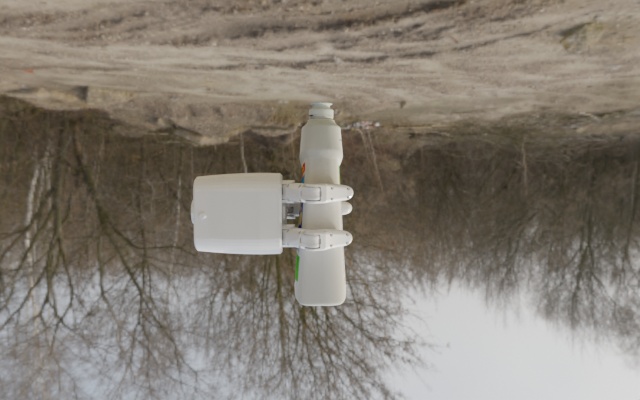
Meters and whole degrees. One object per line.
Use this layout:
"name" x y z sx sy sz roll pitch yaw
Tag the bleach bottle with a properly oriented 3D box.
"bleach bottle" 0.000 0.002 0.621 0.068 0.251 0.102 0 4 -3
